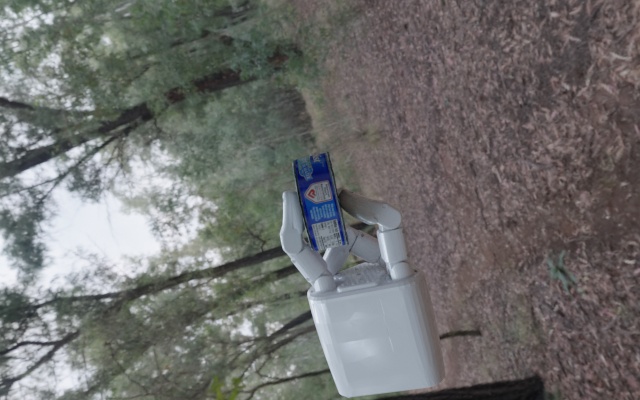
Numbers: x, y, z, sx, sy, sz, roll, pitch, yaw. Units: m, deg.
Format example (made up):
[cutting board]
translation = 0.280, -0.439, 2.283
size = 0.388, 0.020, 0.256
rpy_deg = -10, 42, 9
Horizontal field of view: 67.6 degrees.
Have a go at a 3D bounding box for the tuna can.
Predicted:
[tuna can]
translation = -0.001, 0.001, 0.430
size = 0.034, 0.086, 0.086
rpy_deg = -13, 0, 1
